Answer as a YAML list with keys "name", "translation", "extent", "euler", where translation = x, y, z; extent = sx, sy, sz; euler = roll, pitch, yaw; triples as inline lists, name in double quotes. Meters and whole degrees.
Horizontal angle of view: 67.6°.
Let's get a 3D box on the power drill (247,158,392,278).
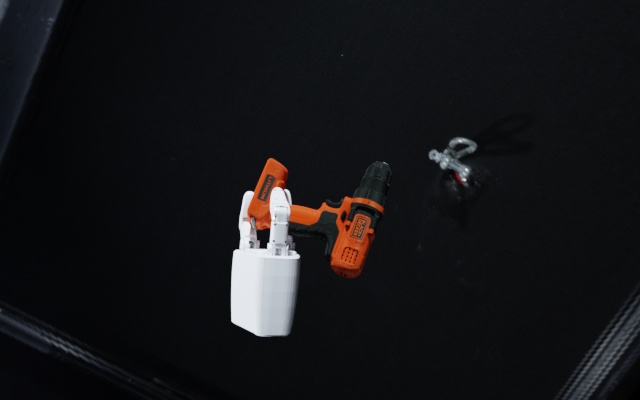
- name: "power drill"
  translation: [0.000, 0.002, 0.705]
  extent: [0.187, 0.184, 0.057]
  euler: [18, -22, 8]
